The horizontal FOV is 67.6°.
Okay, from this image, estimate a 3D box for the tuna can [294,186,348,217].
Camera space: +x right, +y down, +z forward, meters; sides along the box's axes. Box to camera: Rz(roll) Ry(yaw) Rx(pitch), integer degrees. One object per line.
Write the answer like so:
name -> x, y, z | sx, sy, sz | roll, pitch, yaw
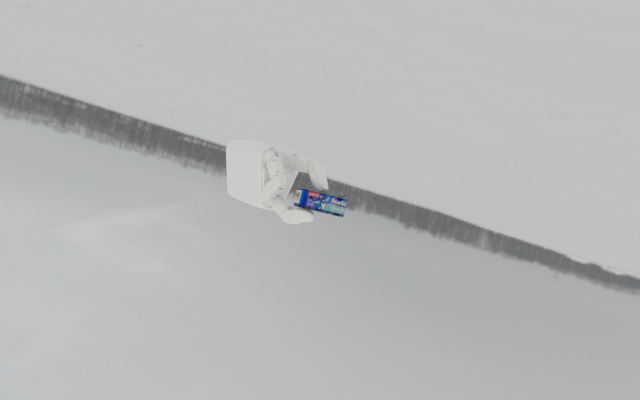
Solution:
tuna can -> 0.000, 0.003, 0.782 | 0.086, 0.034, 0.086 | 13, -1, 0
